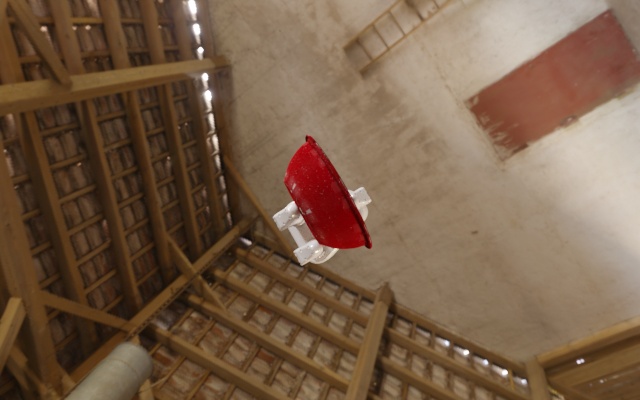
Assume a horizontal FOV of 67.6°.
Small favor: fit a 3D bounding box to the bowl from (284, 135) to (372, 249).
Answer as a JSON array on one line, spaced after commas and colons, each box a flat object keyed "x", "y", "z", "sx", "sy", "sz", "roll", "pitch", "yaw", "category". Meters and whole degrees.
[{"x": 0.000, "y": 0.002, "z": 0.591, "sx": 0.055, "sy": 0.162, "sz": 0.162, "roll": -29, "pitch": 3, "yaw": -5, "category": "bowl"}]
